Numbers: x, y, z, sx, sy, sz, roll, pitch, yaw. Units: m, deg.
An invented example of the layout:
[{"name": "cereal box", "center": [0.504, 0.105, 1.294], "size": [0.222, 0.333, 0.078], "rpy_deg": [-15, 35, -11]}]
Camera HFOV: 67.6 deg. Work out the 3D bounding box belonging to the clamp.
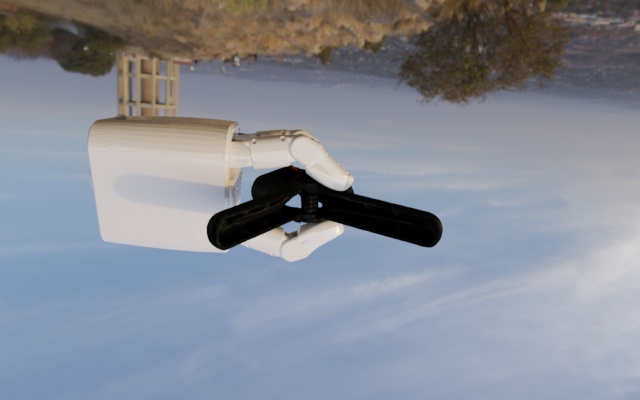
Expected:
[{"name": "clamp", "center": [0.000, 0.002, 0.412], "size": [0.164, 0.036, 0.210], "rpy_deg": [3, 13, -5]}]
